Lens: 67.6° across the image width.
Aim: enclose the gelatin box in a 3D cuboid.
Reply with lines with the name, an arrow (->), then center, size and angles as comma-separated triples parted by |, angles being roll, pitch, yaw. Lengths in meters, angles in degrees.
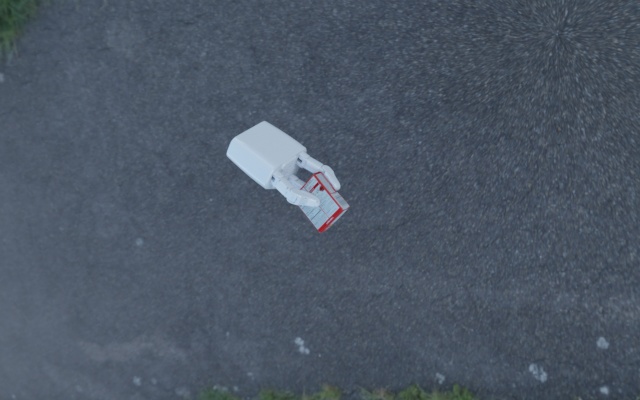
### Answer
gelatin box -> 0.000, 0.003, 0.885 | 0.073, 0.089, 0.030 | -47, -14, 33
